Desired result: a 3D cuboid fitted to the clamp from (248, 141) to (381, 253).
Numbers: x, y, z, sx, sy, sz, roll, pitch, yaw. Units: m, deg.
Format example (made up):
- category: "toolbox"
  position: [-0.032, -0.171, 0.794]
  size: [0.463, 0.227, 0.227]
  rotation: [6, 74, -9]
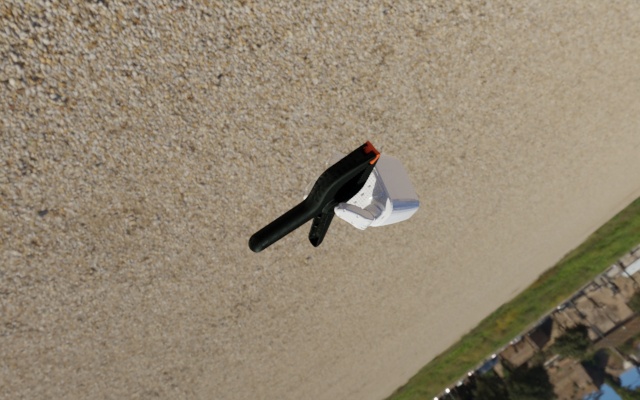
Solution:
- category: "clamp"
  position: [0.001, 0.002, 0.665]
  size: [0.164, 0.036, 0.210]
  rotation: [-6, -38, -54]
